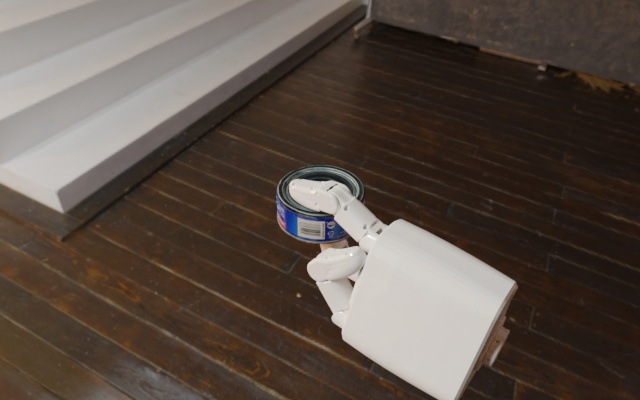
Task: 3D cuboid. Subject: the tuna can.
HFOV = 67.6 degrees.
[{"bbox_3d":[0.000,0.001,0.461,0.086,0.034,0.086,1,37,0],"label":"tuna can"}]
